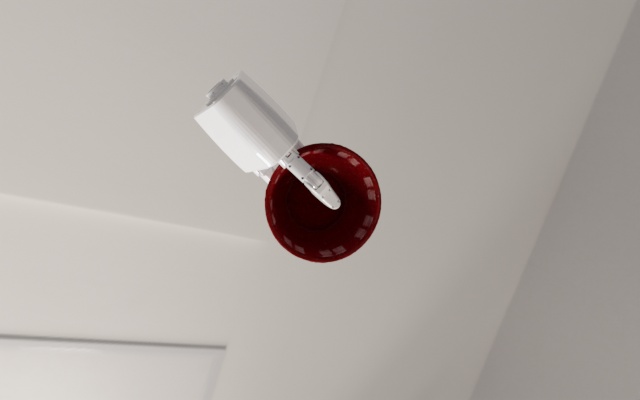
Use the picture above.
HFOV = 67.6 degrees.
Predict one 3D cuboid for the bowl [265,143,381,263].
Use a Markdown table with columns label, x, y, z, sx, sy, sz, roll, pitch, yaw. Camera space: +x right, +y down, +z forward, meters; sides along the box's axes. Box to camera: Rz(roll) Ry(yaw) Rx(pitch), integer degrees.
| label | x | y | z | sx | sy | sz | roll | pitch | yaw |
| --- | --- | --- | --- | --- | --- | --- | --- | --- | --- |
| bowl | 0.001 | 0.003 | 0.664 | 0.162 | 0.162 | 0.055 | 0 | 4 | -13 |
